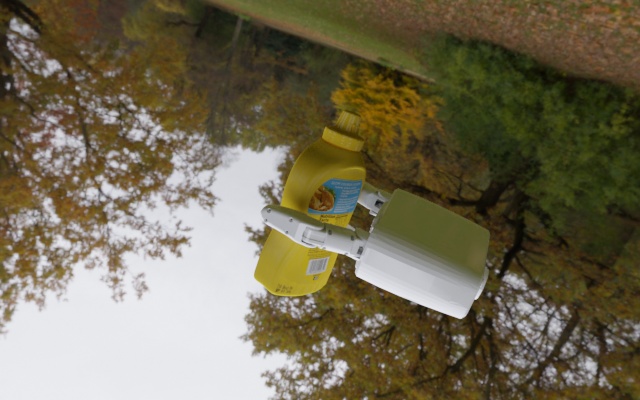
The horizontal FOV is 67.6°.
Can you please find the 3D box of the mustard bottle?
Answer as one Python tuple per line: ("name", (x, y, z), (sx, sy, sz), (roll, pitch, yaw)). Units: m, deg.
("mustard bottle", (0.000, 0.002, 0.488), (0.058, 0.192, 0.096), (32, 20, 35))
